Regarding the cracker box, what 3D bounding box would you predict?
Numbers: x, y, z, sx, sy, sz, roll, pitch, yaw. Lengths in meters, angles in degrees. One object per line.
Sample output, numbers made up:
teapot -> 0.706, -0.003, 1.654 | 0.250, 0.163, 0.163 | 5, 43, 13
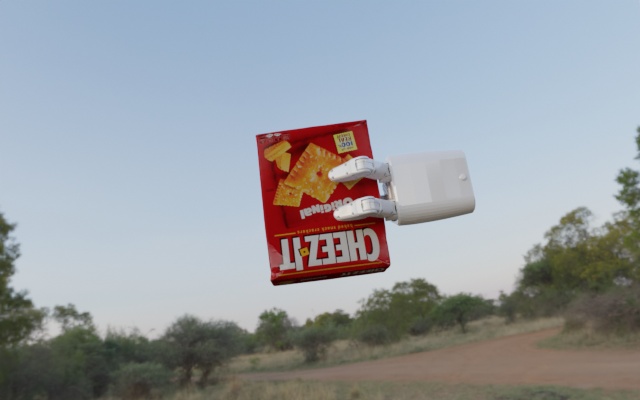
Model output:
cracker box -> 0.000, 0.002, 0.677 | 0.164, 0.213, 0.072 | -7, -15, -2
